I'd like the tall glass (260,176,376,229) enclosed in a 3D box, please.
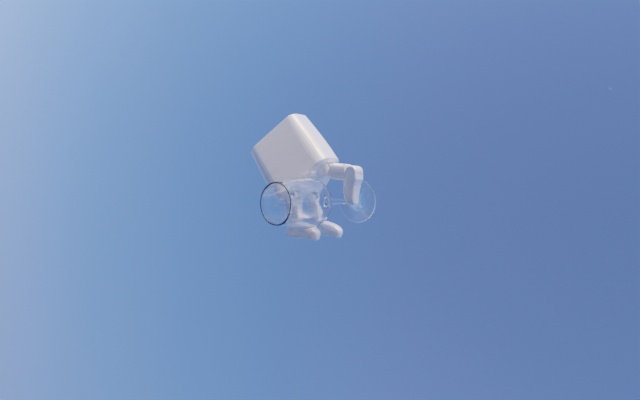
[{"bbox_3d":[0.001,0.002,0.740,0.079,0.079,0.201,0,1,39],"label":"tall glass"}]
